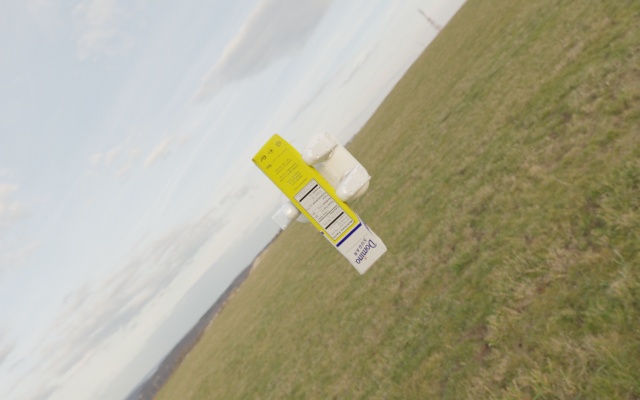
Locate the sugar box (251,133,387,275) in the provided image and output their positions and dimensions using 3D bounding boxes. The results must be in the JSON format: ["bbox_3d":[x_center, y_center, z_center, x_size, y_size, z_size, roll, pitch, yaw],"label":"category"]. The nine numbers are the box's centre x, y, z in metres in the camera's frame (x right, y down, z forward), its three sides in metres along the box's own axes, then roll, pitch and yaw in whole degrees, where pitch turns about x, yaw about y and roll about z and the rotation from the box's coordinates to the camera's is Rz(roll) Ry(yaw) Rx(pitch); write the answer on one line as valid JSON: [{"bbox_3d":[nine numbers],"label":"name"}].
[{"bbox_3d":[0.000,0.001,0.554,0.176,0.048,0.093,44,4,-2],"label":"sugar box"}]
